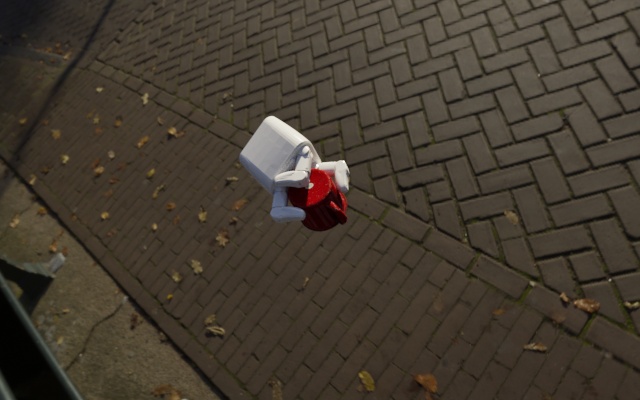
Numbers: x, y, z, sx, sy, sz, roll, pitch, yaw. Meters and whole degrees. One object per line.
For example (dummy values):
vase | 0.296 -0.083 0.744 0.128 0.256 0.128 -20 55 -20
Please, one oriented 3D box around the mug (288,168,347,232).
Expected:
mug | 0.001 0.003 0.840 0.117 0.093 0.081 39 -10 33
